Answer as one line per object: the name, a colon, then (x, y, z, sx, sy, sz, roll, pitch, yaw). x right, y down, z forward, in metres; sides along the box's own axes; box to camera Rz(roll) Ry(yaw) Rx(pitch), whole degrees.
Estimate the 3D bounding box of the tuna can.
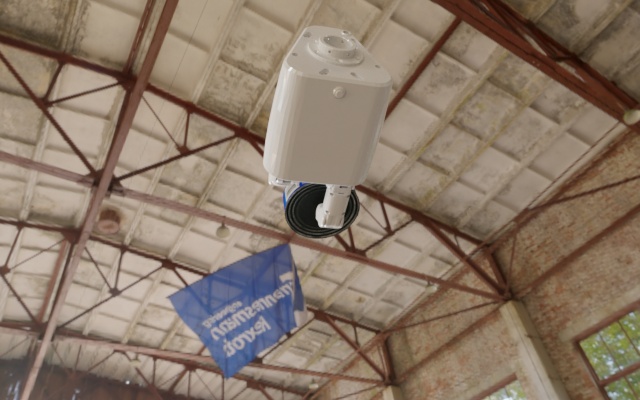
tuna can: (0.000, 0.001, 0.549, 0.086, 0.086, 0.033, 0, 40, -11)
